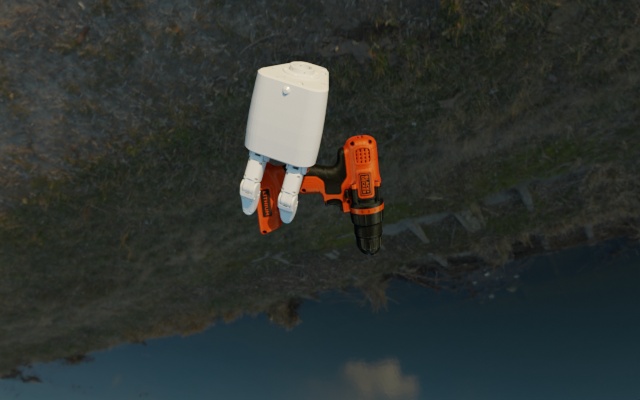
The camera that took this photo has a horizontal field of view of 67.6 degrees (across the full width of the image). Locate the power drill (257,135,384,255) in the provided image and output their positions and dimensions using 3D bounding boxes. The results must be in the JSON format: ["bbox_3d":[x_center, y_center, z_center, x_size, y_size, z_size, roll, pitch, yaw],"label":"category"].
[{"bbox_3d":[0.000,0.002,0.713,0.187,0.184,0.057,-7,15,-1],"label":"power drill"}]
